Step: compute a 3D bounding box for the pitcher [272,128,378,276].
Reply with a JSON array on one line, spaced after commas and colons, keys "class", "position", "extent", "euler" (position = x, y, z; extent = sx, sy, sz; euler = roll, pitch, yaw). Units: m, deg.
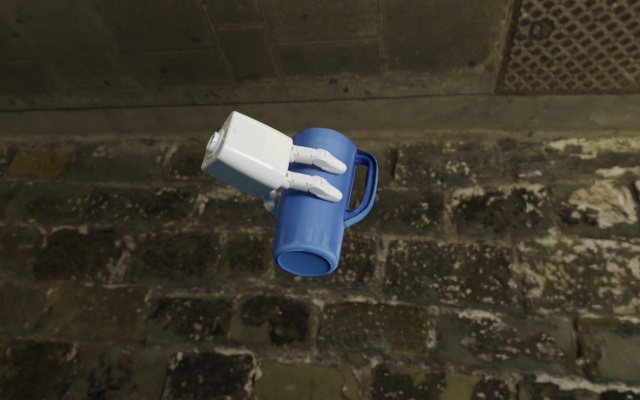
[{"class": "pitcher", "position": [0.000, 0.003, 0.828], "extent": [0.145, 0.242, 0.149], "euler": [28, -39, -26]}]
